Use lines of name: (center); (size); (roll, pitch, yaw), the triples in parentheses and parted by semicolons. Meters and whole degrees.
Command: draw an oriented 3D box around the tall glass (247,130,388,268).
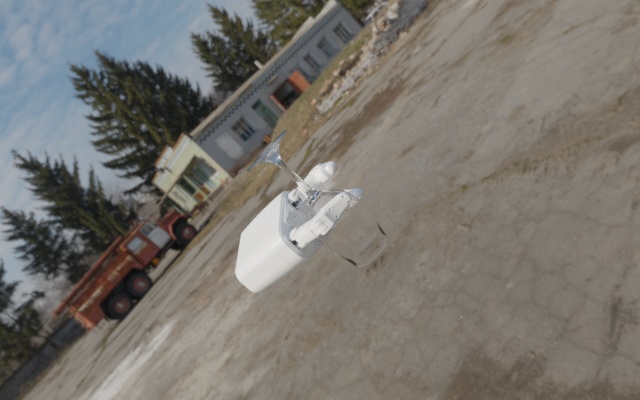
tall glass: (0.000, 0.002, 0.639); (0.201, 0.079, 0.079); (44, -11, -11)
